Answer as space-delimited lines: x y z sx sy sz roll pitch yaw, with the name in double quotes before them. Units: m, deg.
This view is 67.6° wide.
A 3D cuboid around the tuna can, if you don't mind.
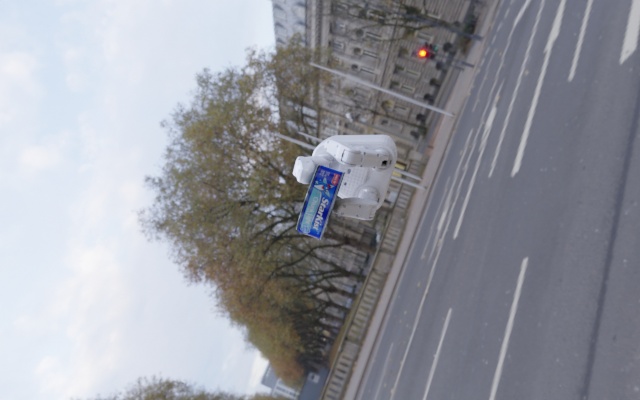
"tuna can" 0.000 0.002 0.570 0.034 0.086 0.086 19 0 1
